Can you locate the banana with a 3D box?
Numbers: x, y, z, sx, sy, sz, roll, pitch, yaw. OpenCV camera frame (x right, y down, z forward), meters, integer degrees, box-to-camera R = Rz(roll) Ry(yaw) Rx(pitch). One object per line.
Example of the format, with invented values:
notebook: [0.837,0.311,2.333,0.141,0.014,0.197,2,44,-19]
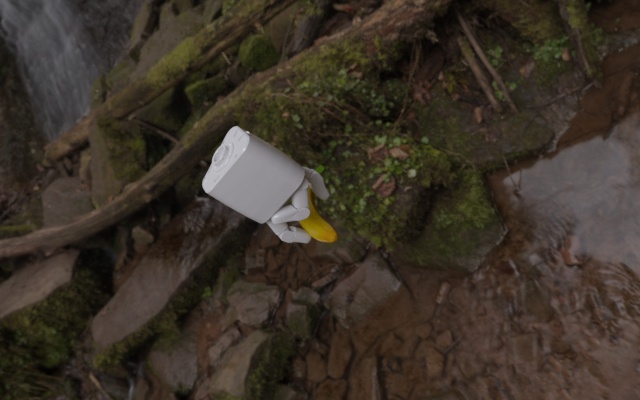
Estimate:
banana: [-0.014,0.011,0.834,0.070,0.197,0.037,-39,-54,23]
